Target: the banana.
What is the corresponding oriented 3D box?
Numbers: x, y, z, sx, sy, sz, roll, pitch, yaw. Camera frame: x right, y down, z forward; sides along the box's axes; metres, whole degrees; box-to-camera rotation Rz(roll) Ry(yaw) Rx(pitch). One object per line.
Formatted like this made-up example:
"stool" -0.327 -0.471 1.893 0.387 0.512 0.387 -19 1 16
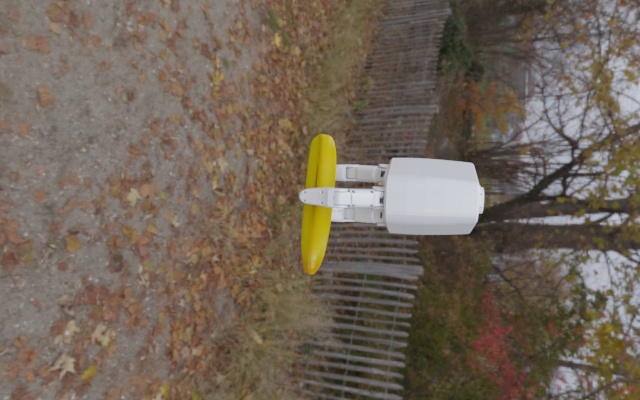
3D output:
"banana" -0.001 -0.008 0.611 0.037 0.197 0.070 4 -20 4
